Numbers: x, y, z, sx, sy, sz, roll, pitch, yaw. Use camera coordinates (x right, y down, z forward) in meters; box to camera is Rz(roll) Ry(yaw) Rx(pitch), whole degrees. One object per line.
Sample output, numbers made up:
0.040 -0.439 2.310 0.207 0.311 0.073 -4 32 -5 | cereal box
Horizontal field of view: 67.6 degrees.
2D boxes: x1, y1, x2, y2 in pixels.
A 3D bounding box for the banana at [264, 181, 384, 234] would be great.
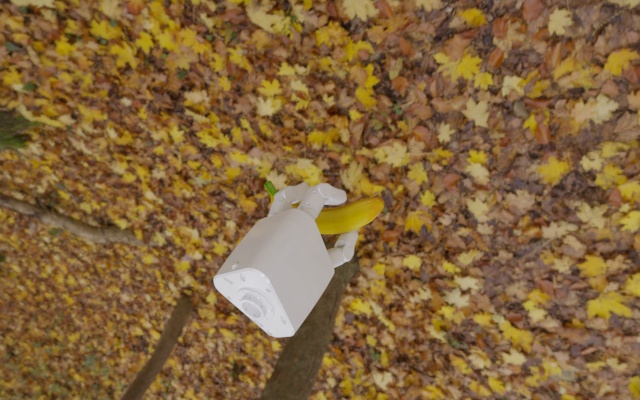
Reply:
0.000 0.018 0.687 0.198 0.070 0.037 8 35 29 | banana
